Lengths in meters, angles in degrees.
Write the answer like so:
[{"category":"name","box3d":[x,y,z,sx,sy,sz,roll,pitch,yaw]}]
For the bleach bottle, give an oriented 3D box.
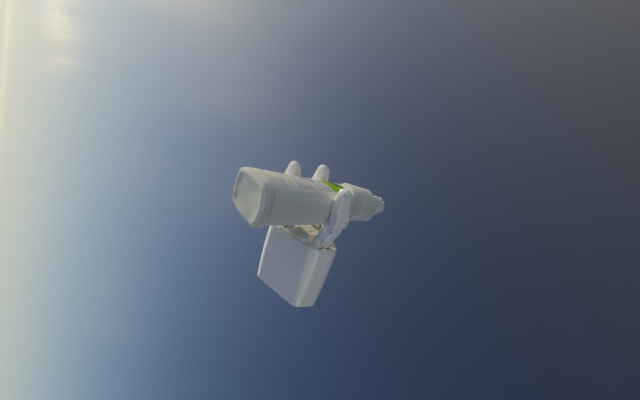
[{"category":"bleach bottle","box3d":[0.000,0.002,0.730,0.251,0.068,0.102,6,22,-35]}]
